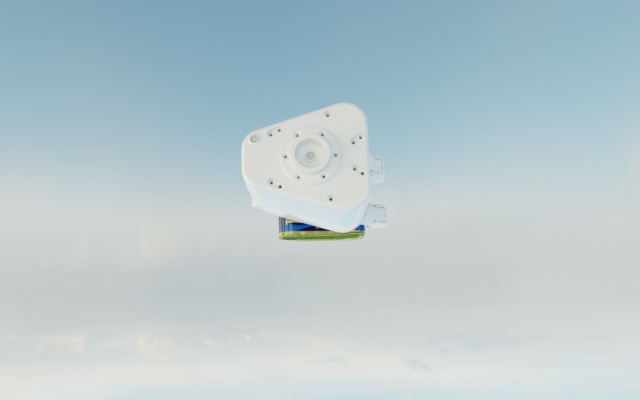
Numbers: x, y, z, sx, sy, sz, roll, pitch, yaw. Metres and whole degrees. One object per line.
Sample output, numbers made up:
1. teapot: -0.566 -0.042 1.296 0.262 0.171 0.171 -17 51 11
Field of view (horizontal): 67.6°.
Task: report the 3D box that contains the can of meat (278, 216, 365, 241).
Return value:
1. can of meat: 0.000 0.002 0.543 0.102 0.084 0.057 -1 -12 -4
